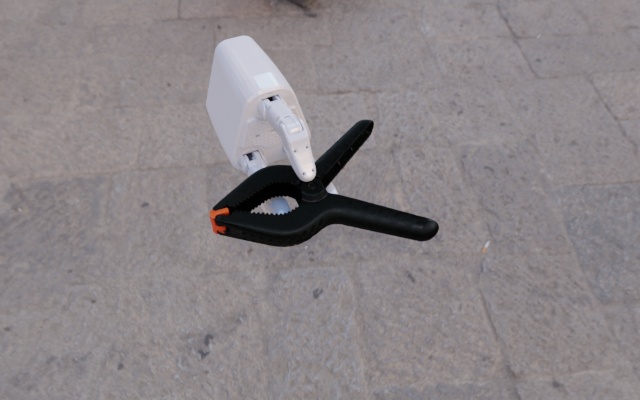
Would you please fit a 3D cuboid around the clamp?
[{"bbox_3d":[0.000,0.001,0.469,0.210,0.164,0.036,-20,-36,-18],"label":"clamp"}]
